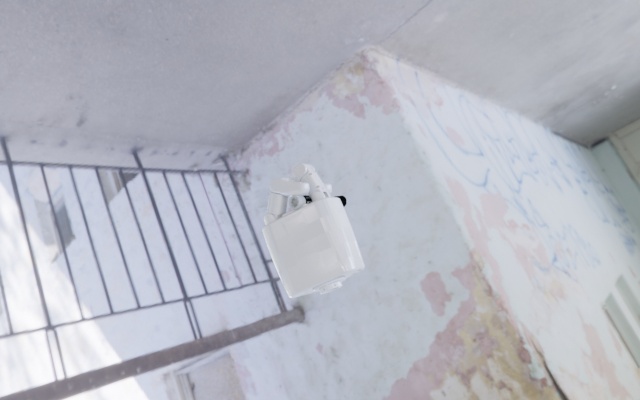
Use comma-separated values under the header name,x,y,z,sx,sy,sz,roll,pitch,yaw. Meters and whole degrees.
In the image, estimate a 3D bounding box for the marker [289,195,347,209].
name,x,y,z,sx,sy,sz,roll,pitch,yaw
marker,0.000,0.002,0.691,0.020,0.020,0.121,0,0,37
